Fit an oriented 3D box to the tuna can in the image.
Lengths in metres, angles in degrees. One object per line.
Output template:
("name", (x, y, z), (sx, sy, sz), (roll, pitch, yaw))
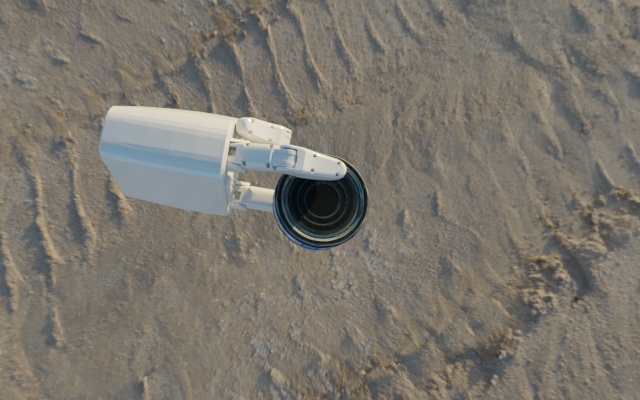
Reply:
("tuna can", (0.000, 0.001, 0.432), (0.086, 0.086, 0.034), (0, -8, -8))
